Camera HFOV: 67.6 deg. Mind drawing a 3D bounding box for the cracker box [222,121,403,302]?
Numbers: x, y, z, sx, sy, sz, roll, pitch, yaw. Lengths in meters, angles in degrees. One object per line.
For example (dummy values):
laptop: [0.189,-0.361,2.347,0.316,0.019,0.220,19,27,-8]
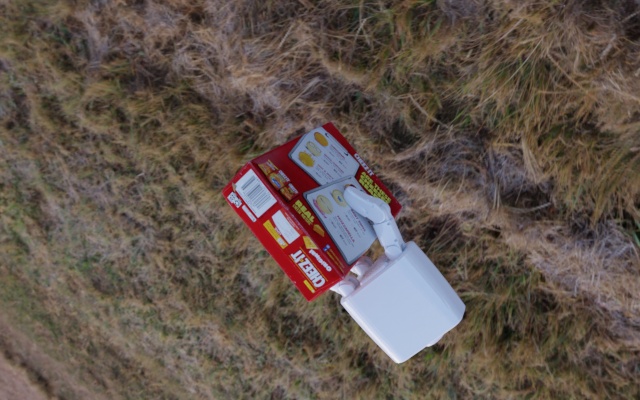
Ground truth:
cracker box: [0.000,0.002,0.609,0.072,0.164,0.213,-40,-1,33]
